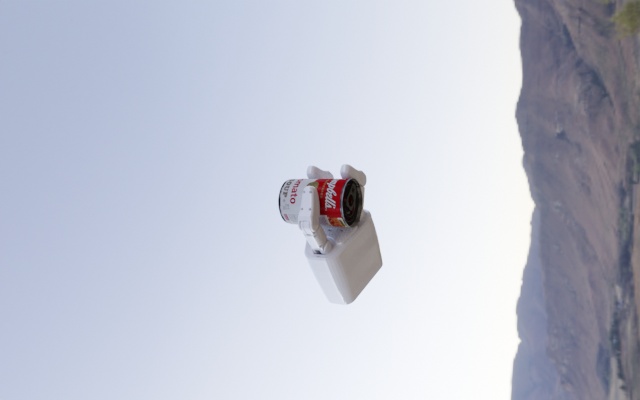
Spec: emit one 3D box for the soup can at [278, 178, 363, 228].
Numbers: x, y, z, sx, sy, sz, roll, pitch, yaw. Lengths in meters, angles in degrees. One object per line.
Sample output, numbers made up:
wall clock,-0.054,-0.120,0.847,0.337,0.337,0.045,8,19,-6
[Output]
soup can,0.000,0.002,0.677,0.102,0.068,0.068,1,1,28
